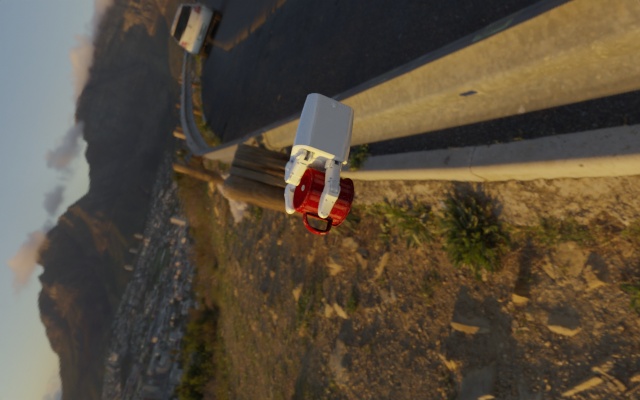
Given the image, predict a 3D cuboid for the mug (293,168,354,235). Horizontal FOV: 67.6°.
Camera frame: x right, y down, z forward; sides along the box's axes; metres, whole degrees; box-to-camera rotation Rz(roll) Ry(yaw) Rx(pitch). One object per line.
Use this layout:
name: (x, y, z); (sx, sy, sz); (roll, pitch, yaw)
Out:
mug: (0.000, 0.004, 0.851); (0.081, 0.117, 0.093); (18, -18, -21)
